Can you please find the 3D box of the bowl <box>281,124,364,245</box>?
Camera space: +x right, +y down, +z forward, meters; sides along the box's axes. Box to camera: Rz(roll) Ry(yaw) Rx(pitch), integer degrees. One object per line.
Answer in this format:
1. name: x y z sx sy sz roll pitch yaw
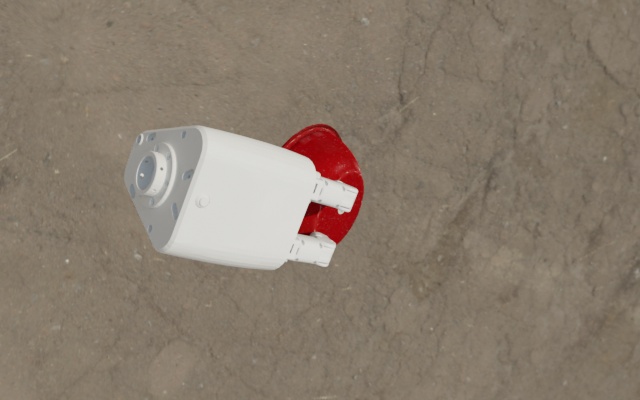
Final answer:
1. bowl: 0.001 0.002 0.522 0.055 0.162 0.162 25 12 28
